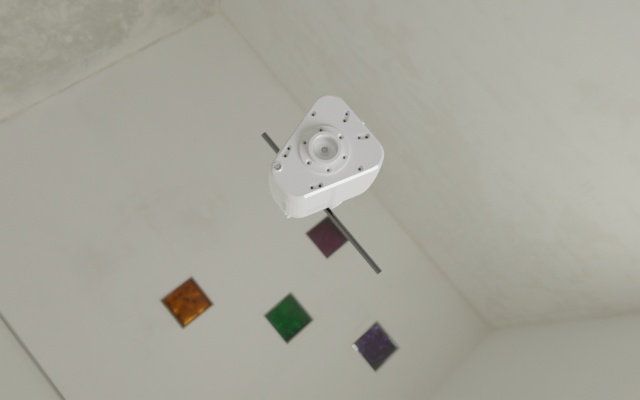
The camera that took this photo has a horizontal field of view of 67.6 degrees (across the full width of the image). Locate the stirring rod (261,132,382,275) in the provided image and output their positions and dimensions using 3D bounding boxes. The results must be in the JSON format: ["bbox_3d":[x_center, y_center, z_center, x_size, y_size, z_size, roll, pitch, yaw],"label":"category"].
[{"bbox_3d":[0.000,0.002,0.632,0.011,0.239,0.011,-40,-5,-4],"label":"stirring rod"}]
